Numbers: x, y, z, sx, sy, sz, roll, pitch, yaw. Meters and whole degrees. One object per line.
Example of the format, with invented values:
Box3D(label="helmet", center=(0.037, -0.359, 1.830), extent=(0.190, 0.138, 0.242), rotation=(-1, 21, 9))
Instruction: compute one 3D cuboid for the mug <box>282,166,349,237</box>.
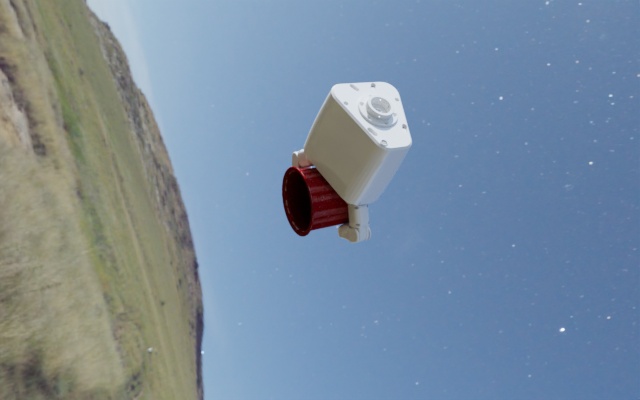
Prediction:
Box3D(label="mug", center=(0.000, 0.003, 0.652), extent=(0.081, 0.093, 0.117), rotation=(-10, -30, -27))
